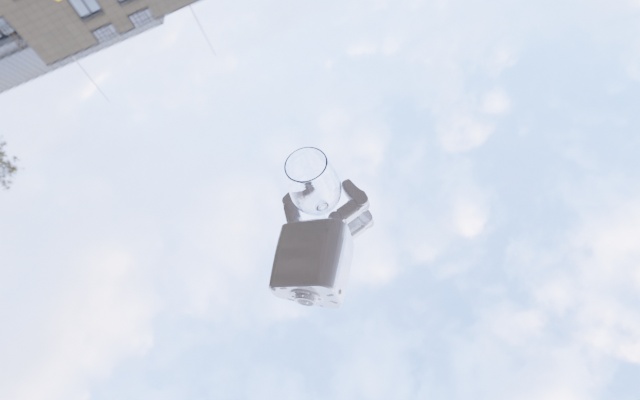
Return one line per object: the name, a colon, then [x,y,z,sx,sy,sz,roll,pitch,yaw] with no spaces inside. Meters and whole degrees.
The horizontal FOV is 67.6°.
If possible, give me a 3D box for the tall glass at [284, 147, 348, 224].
tall glass: [0.000,0.003,0.742,0.079,0.079,0.201,0,-33,14]
